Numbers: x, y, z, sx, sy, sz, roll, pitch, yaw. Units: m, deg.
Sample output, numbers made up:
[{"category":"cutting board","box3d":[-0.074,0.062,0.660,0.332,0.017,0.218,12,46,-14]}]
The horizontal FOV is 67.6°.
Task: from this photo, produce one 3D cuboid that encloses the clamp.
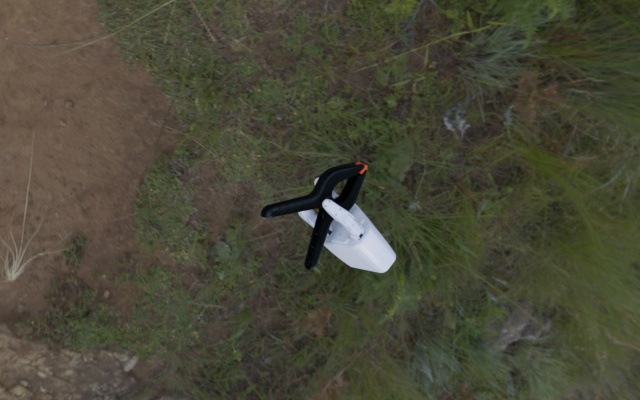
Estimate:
[{"category":"clamp","box3d":[0.001,0.003,0.838,0.036,0.210,0.165,29,-13,49]}]
